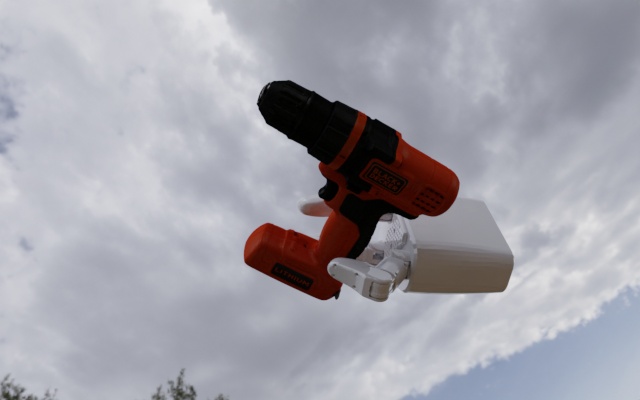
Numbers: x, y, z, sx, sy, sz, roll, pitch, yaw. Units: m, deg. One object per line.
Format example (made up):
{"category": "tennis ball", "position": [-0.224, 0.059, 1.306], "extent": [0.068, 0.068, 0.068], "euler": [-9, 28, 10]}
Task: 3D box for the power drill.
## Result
{"category": "power drill", "position": [0.000, 0.002, 0.433], "extent": [0.184, 0.188, 0.057], "euler": [29, 38, -11]}
